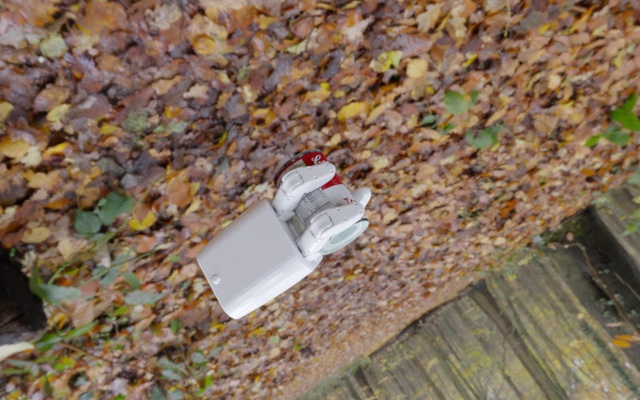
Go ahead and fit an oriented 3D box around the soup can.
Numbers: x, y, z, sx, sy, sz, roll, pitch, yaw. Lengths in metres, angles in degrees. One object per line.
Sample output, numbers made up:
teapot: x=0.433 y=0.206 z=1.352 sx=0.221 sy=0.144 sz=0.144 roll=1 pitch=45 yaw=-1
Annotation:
soup can: x=0.001 y=0.002 z=0.544 sx=0.068 sy=0.102 sz=0.068 roll=-30 pitch=-19 yaw=-11
